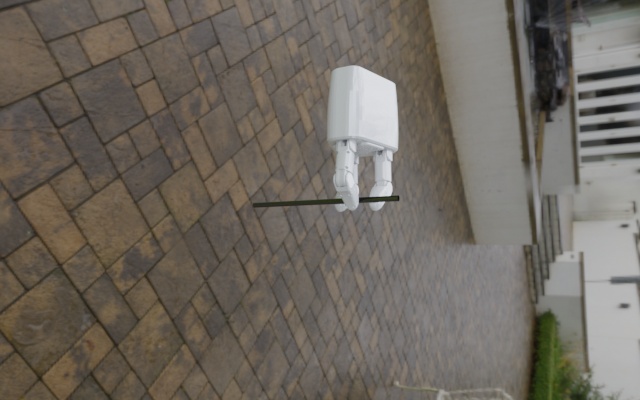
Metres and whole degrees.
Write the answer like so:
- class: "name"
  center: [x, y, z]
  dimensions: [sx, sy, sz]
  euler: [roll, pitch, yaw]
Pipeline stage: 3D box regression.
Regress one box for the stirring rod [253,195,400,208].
- class: "stirring rod"
  center: [0.000, 0.002, 0.704]
  dimensions: [0.239, 0.011, 0.011]
  euler: [-3, -1, 28]
